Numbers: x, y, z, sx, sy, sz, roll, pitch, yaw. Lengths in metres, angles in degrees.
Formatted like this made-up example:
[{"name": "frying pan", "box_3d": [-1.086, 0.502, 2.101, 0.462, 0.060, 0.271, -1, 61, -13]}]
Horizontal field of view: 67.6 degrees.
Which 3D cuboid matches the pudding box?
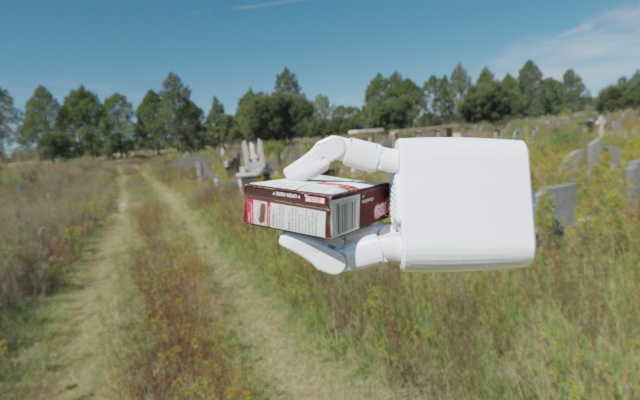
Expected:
[{"name": "pudding box", "box_3d": [0.000, 0.001, 0.431, 0.090, 0.039, 0.113, 7, 10, 31]}]
